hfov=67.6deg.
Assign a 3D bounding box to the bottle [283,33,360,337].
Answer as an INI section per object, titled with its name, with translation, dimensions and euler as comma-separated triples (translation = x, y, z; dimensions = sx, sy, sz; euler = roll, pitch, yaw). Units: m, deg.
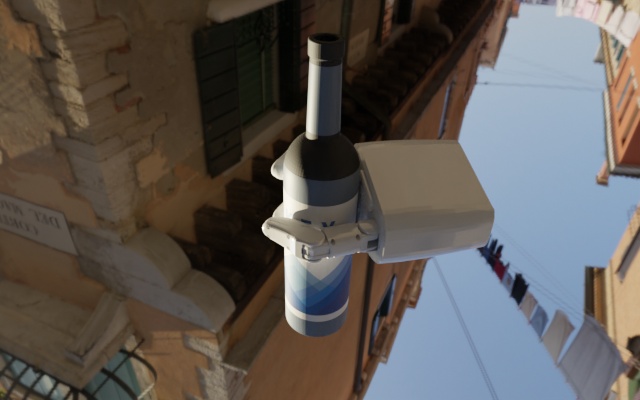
[bottle]
translation = 0.000, 0.002, 0.433
dimensions = 0.069, 0.296, 0.069
euler = 1, 35, -1
